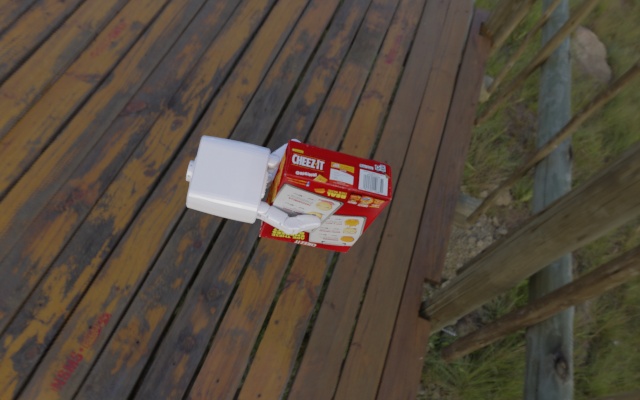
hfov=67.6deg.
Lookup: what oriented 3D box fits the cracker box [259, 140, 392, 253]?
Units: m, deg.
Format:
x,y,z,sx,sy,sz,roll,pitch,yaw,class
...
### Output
x,y,z,sx,sy,sz,roll,pitch,yaw,class
0.000,0.003,0.778,0.164,0.072,0.214,12,-30,-11,cracker box
